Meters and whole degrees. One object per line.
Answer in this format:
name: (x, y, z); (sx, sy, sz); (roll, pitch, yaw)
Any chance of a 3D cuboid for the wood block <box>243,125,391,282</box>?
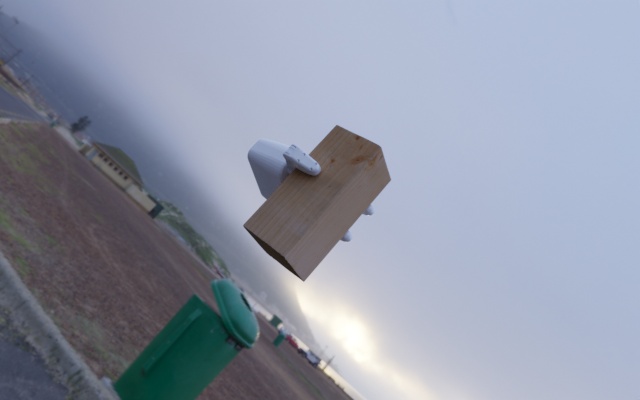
wood block: (0.000, 0.002, 0.699); (0.090, 0.206, 0.091); (32, -16, 33)
